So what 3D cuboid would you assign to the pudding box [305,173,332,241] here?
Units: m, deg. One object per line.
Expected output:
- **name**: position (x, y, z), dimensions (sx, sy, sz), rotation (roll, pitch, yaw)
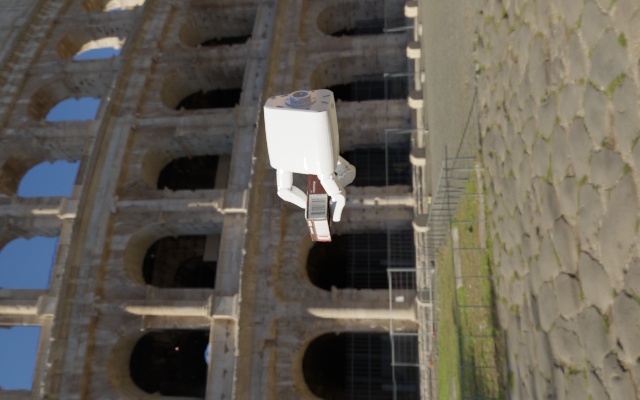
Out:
- **pudding box**: position (0.000, 0.003, 0.832), dimensions (0.039, 0.113, 0.090), rotation (0, -28, 7)
